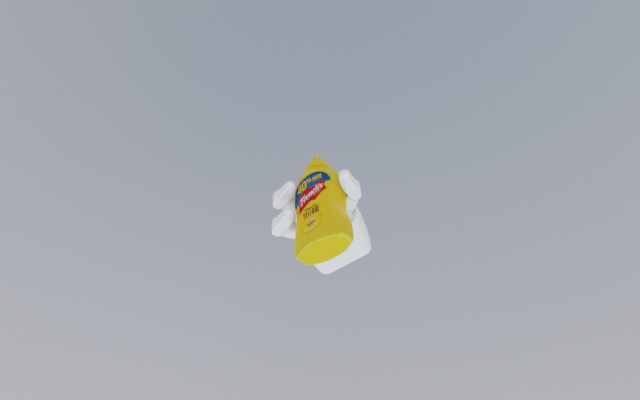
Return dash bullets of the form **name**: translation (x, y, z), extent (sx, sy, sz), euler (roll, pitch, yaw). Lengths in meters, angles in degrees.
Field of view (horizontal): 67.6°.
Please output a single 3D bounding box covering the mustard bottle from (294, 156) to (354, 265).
- **mustard bottle**: translation (0.000, 0.003, 0.770), extent (0.096, 0.191, 0.058), euler (-33, -48, 30)
